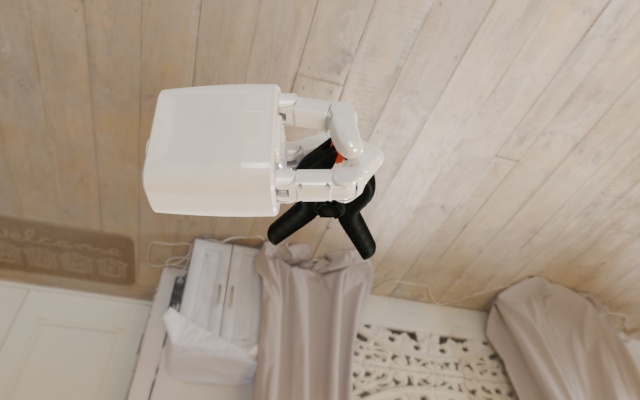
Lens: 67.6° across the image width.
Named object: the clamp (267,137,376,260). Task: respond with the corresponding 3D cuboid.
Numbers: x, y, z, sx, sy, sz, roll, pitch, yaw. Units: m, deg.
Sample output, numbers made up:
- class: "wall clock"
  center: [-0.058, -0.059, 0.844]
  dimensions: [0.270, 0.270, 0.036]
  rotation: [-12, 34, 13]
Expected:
- class: "clamp"
  center: [0.000, 0.002, 0.480]
  dimensions: [0.120, 0.039, 0.172]
  rotation: [-1, -44, 1]
